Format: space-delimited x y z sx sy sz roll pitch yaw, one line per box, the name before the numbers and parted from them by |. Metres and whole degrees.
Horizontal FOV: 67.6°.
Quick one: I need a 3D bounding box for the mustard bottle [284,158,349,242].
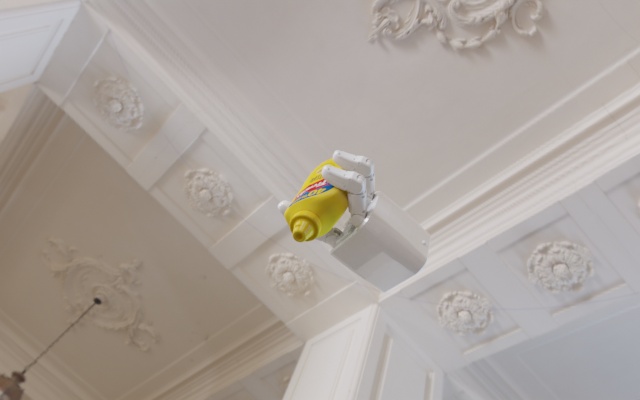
mustard bottle | 0.000 0.002 0.675 0.096 0.058 0.191 -21 19 27
